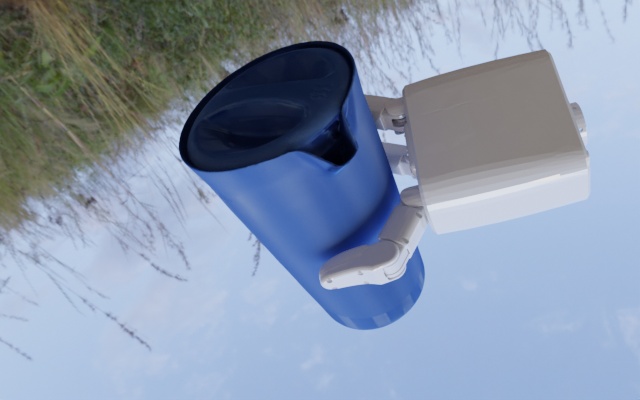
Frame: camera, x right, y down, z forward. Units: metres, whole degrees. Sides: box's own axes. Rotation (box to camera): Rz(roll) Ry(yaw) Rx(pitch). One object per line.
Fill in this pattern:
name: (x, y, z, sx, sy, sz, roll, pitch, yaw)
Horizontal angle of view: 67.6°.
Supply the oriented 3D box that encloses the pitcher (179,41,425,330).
pitcher: (0.000, 0.001, 0.404, 0.145, 0.149, 0.243, -13, -46, 19)
